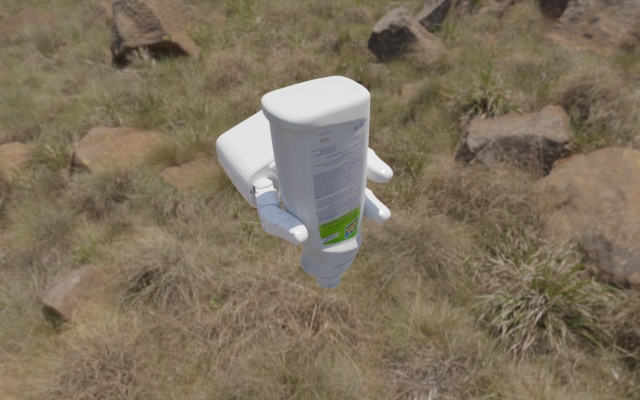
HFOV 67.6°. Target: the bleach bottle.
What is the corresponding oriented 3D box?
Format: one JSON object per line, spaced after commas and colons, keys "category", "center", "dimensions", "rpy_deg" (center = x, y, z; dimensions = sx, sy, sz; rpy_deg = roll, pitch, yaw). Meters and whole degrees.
{"category": "bleach bottle", "center": [0.000, 0.002, 0.514], "dimensions": [0.102, 0.251, 0.068], "rpy_deg": [-21, 41, -24]}
